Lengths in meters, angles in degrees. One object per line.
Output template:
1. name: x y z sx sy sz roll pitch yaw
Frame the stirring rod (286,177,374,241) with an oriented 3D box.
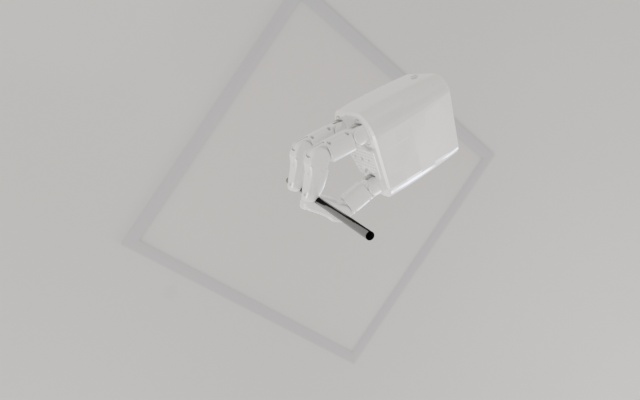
1. stirring rod: 0.000 0.002 0.500 0.011 0.011 0.239 0 13 -20
